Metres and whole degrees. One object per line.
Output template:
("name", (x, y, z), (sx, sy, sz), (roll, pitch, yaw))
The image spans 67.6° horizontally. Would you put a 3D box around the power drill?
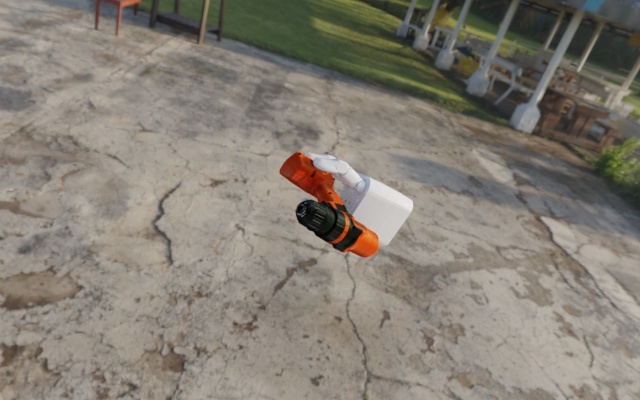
("power drill", (0.000, 0.002, 0.772), (0.184, 0.057, 0.187), (33, 19, -45))
